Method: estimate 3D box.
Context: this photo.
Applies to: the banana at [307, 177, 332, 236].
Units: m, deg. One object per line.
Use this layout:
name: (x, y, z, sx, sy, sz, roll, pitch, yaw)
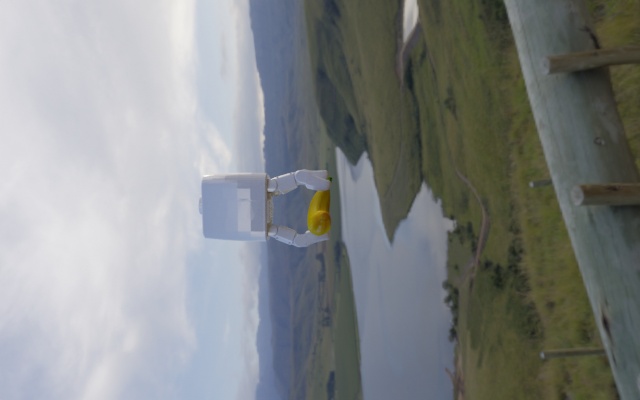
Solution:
banana: (-0.002, 0.019, 0.774, 0.037, 0.070, 0.197, 6, 20, -1)
